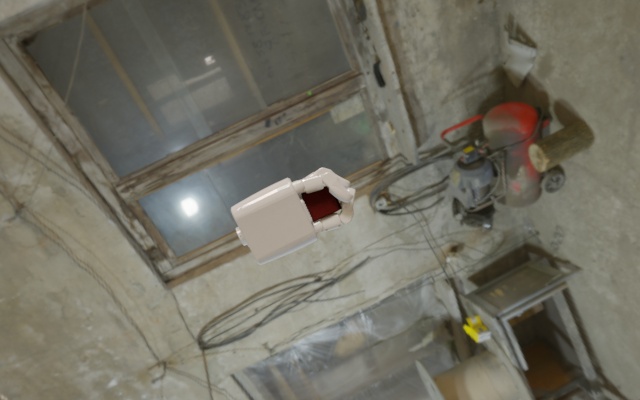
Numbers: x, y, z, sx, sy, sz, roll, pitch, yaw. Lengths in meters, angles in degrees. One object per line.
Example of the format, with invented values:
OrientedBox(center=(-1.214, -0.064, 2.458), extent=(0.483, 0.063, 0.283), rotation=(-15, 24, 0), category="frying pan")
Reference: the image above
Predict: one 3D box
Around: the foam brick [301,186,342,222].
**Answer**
OrientedBox(center=(0.000, 0.003, 0.809), extent=(0.051, 0.053, 0.078), rotation=(-25, -3, -3), category="foam brick")
